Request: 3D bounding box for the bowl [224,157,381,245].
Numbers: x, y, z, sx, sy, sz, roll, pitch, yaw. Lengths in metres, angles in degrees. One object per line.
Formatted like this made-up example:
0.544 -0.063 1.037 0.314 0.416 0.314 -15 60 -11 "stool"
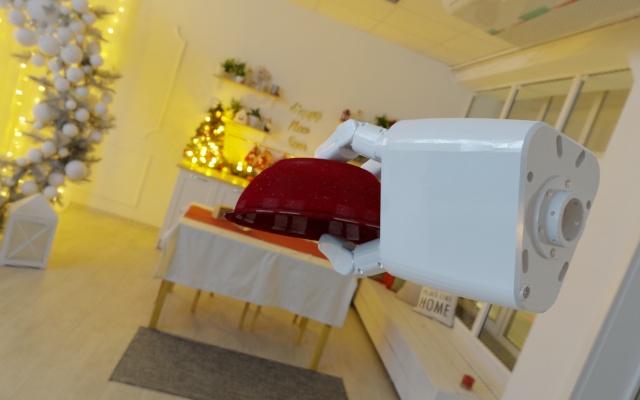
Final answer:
-0.001 0.001 0.422 0.162 0.055 0.162 7 -11 1 "bowl"
